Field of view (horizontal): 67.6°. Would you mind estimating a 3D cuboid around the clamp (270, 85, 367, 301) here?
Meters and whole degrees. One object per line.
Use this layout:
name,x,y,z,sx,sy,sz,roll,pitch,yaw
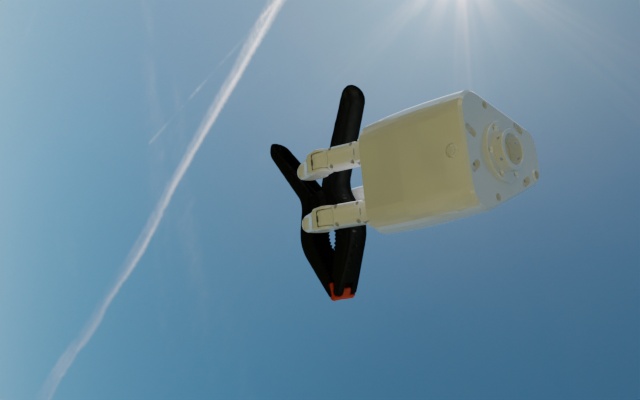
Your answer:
clamp,0.001,0.002,0.519,0.036,0.210,0.164,0,-10,-36
